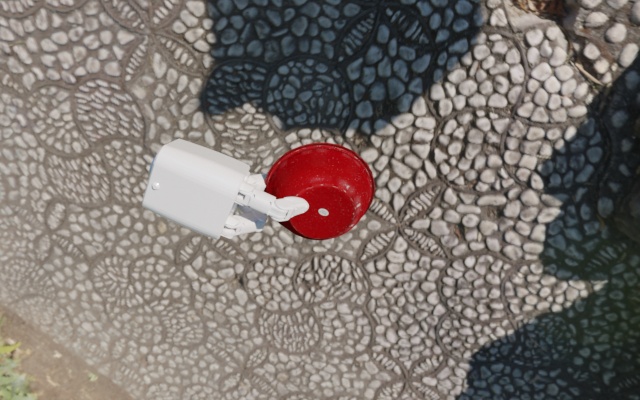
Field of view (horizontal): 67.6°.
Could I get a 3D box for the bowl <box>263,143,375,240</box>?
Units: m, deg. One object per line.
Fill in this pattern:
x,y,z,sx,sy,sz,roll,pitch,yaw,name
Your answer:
0.001,0.003,0.670,0.162,0.162,0.055,0,35,-5,bowl
